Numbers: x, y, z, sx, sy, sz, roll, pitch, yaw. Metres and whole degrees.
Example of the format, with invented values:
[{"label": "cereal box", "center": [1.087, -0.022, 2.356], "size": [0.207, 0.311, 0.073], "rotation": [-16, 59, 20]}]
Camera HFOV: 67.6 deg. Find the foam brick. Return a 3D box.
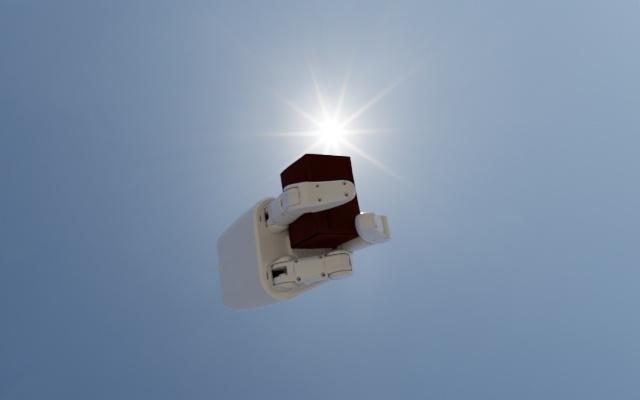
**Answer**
[{"label": "foam brick", "center": [0.000, 0.001, 0.449], "size": [0.053, 0.078, 0.051], "rotation": [3, -20, -34]}]
